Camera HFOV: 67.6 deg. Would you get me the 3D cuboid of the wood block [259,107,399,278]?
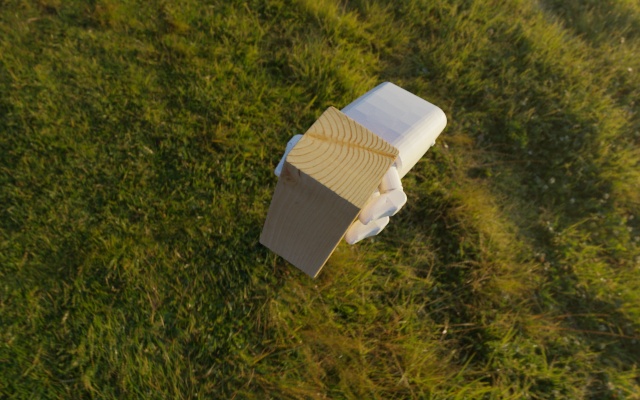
[{"bbox_3d":[0.000,0.001,0.560,0.091,0.090,0.206,34,-30,5],"label":"wood block"}]
